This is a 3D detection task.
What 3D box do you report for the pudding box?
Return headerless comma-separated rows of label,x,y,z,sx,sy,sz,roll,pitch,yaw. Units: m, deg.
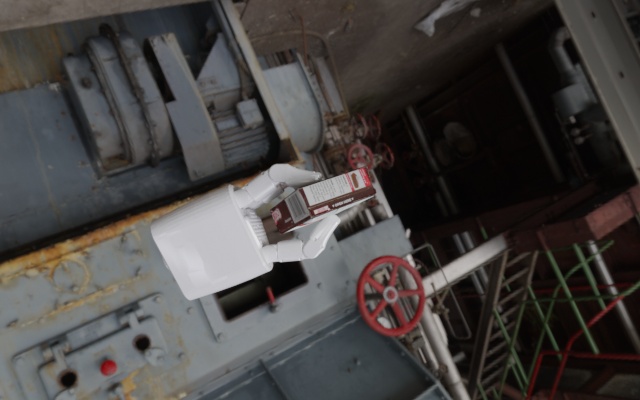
pudding box,0.000,0.002,0.563,0.090,0.039,0.113,-20,-3,-25
